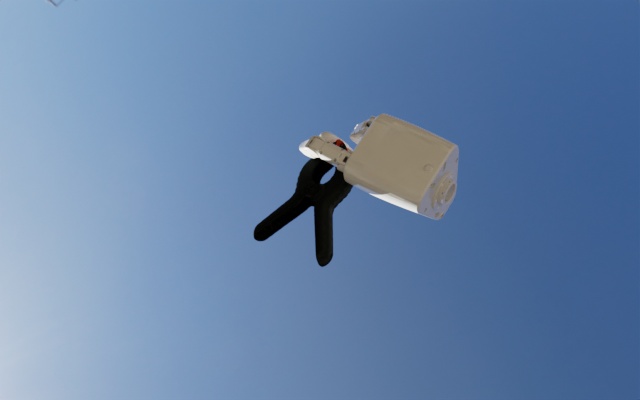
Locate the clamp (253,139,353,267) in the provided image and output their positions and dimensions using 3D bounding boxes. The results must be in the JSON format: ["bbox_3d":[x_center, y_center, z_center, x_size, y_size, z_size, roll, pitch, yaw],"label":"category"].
[{"bbox_3d":[0.000,0.002,0.612,0.120,0.171,0.039,29,-10,30],"label":"clamp"}]
